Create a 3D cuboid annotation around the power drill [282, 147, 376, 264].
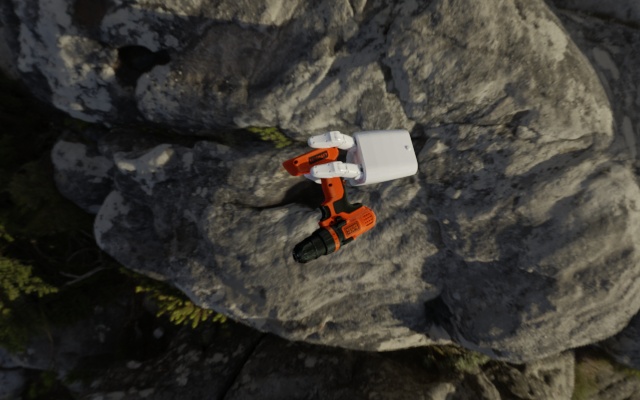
[{"bbox_3d":[0.000,0.002,0.875,0.184,0.188,0.057,-27,11,-30],"label":"power drill"}]
